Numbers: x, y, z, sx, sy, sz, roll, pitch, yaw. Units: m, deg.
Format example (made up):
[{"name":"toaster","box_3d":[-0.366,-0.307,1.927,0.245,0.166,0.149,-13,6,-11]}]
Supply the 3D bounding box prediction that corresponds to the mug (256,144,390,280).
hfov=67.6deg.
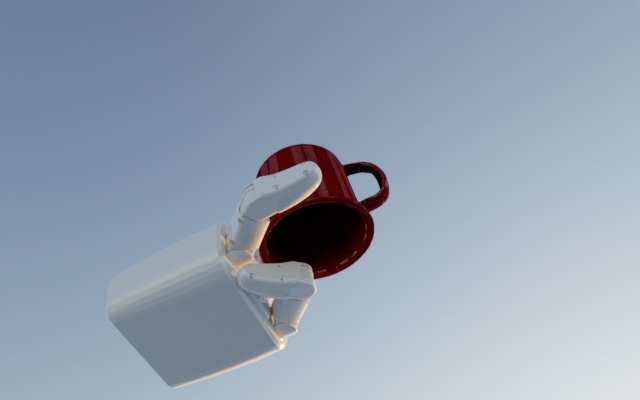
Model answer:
[{"name":"mug","box_3d":[0.001,0.001,0.401,0.117,0.081,0.093,-25,-46,6]}]
